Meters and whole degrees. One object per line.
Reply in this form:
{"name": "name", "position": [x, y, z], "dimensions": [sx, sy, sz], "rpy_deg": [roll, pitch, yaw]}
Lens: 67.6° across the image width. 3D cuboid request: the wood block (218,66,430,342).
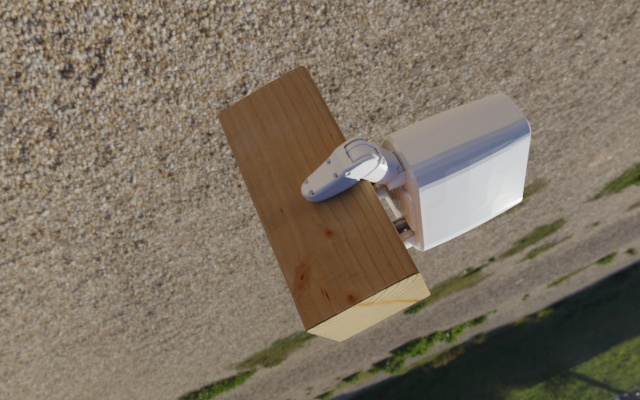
{"name": "wood block", "position": [0.000, 0.001, 0.406], "dimensions": [0.090, 0.206, 0.091], "rpy_deg": [-29, -26, 6]}
